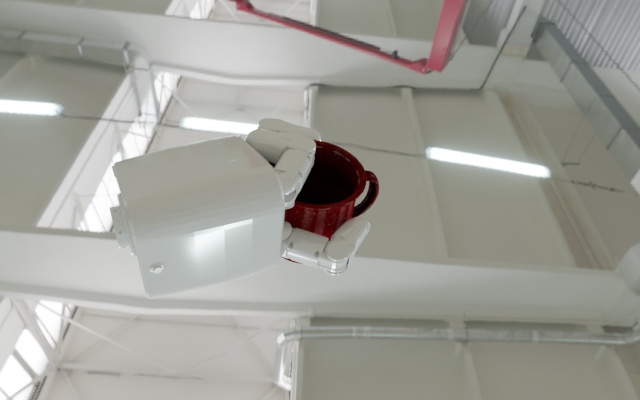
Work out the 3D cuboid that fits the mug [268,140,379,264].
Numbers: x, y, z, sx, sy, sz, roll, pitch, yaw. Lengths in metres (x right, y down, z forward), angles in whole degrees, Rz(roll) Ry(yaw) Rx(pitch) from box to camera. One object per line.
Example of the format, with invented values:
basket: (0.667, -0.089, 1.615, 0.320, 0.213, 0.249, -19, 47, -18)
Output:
mug: (0.001, 0.001, 0.445, 0.117, 0.082, 0.093, -13, 47, -23)
